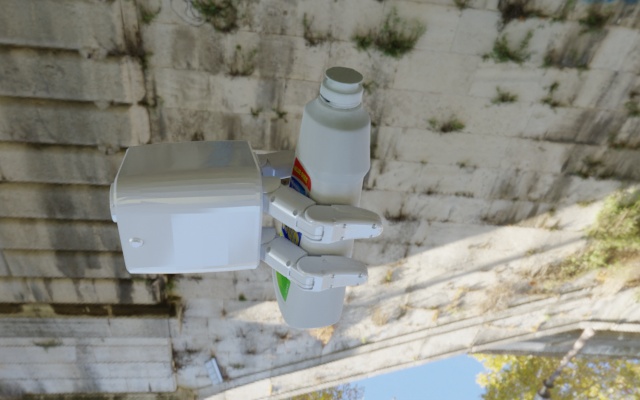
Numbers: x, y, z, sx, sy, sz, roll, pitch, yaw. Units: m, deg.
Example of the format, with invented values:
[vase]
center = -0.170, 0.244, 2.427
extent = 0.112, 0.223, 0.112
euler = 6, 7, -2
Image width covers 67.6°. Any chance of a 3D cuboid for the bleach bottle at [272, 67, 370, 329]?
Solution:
[bleach bottle]
center = 0.000, 0.001, 0.426
extent = 0.068, 0.251, 0.102
euler = -2, 40, -14
